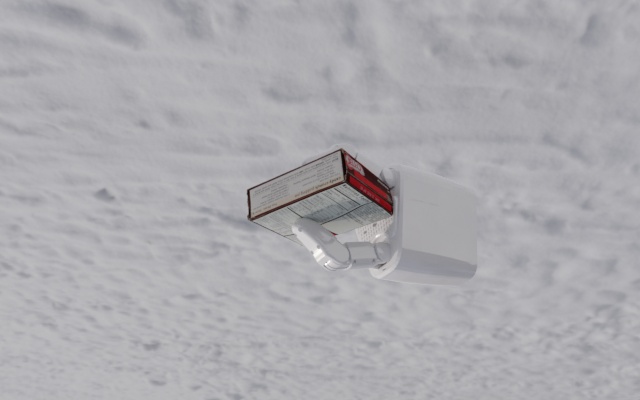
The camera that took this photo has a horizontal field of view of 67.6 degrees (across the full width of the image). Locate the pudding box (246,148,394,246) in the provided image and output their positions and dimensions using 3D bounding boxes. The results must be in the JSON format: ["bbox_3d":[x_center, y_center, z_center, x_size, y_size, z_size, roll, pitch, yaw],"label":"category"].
[{"bbox_3d":[0.000,0.002,0.458,0.113,0.039,0.090,-23,-34,27],"label":"pudding box"}]
